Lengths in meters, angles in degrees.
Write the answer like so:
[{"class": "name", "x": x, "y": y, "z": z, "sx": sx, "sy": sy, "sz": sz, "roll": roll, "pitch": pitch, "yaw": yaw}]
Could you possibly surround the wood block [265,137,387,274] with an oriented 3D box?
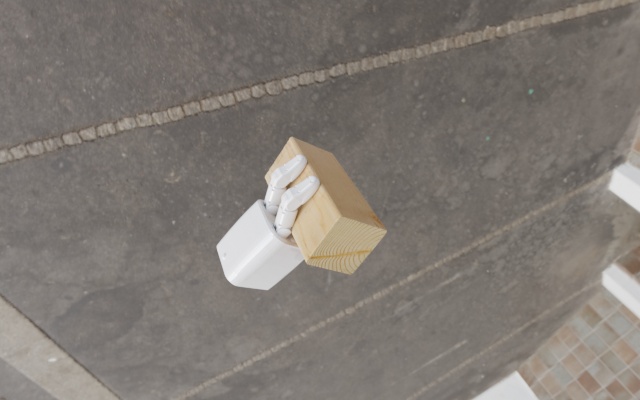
[{"class": "wood block", "x": 0.000, "y": 0.003, "z": 0.726, "sx": 0.091, "sy": 0.090, "sz": 0.206, "roll": 19, "pitch": 27, "yaw": -37}]
